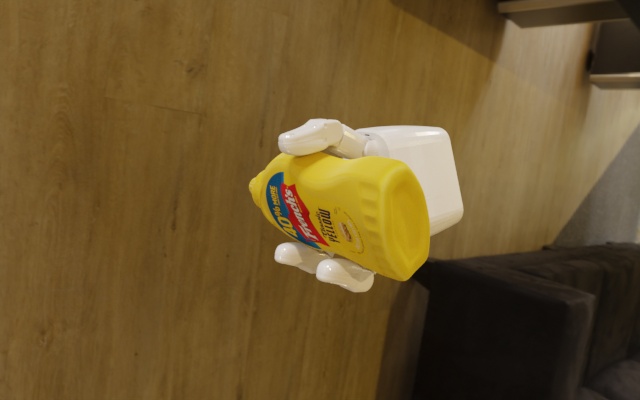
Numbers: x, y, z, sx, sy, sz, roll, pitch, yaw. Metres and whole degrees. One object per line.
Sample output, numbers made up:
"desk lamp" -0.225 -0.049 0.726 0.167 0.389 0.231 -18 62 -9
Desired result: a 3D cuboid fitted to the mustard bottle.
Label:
"mustard bottle" 0.000 0.002 0.419 0.191 0.096 0.058 15 44 45
